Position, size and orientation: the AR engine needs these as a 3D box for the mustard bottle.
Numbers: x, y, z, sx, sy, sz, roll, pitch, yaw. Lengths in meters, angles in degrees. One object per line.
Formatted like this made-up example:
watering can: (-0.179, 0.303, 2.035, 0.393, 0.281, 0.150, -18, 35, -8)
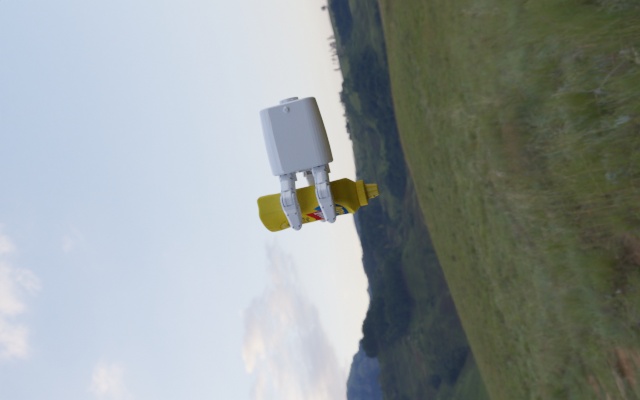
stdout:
mustard bottle: (0.000, 0.003, 0.778, 0.191, 0.058, 0.096, -13, -20, 8)
